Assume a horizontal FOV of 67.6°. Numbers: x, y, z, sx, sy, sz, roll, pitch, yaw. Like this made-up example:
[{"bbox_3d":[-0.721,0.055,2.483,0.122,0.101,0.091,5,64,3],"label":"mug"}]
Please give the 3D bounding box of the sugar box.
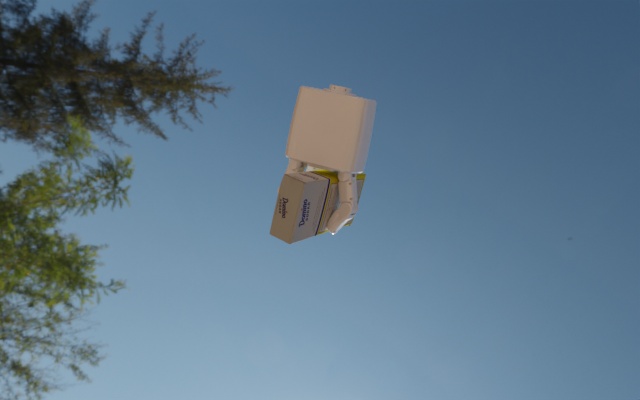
[{"bbox_3d":[0.000,0.002,0.719,0.048,0.093,0.176,24,18,30],"label":"sugar box"}]
